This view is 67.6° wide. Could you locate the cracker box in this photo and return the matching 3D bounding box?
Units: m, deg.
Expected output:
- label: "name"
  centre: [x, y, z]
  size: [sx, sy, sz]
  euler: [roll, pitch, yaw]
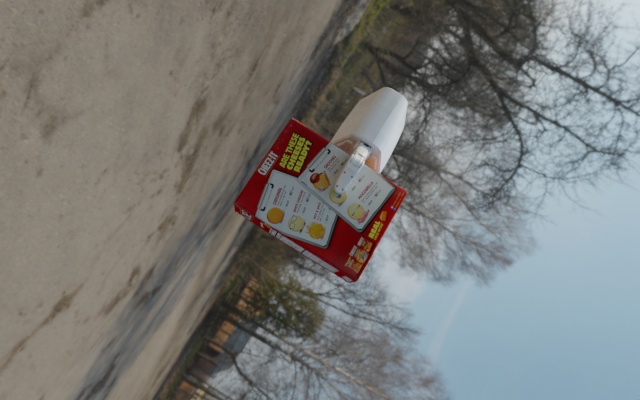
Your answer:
- label: "cracker box"
  centre: [0.000, 0.002, 0.737]
  size: [0.214, 0.164, 0.072]
  euler: [32, -17, -1]
